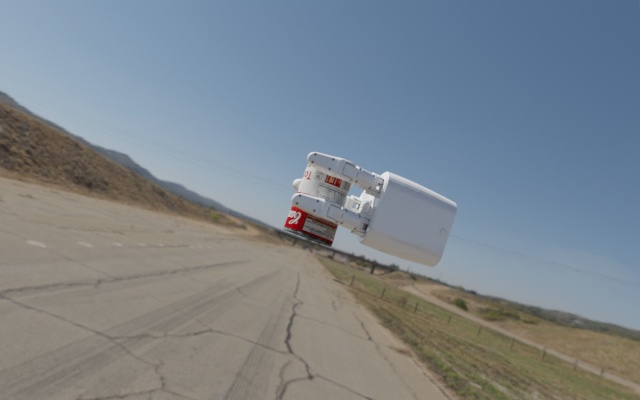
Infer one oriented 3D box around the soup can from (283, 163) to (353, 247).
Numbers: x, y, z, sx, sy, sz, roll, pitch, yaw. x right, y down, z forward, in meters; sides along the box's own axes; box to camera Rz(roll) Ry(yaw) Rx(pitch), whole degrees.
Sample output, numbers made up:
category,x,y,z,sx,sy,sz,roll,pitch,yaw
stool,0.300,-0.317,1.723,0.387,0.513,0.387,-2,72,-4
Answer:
category,x,y,z,sx,sy,sz,roll,pitch,yaw
soup can,0.000,0.002,0.629,0.068,0.102,0.068,20,-6,2
